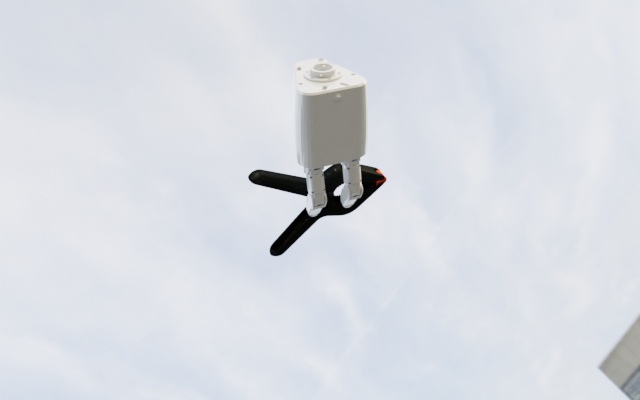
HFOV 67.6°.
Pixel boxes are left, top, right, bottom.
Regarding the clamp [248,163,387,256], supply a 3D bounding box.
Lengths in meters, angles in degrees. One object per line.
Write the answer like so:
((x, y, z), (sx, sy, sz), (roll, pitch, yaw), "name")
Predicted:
((0.000, 0.002, 0.727), (0.210, 0.165, 0.036), (-15, 42, -16), "clamp")
